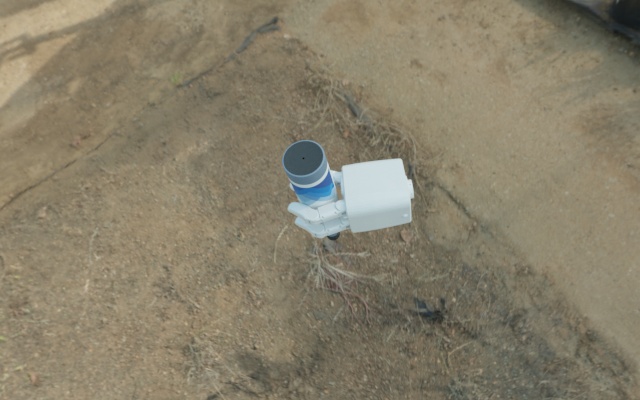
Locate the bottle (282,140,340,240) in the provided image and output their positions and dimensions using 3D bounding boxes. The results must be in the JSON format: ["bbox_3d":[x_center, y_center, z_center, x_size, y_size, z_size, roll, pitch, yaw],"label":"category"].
[{"bbox_3d":[0.000,0.003,0.850,0.069,0.069,0.296,0,-27,12],"label":"bottle"}]
